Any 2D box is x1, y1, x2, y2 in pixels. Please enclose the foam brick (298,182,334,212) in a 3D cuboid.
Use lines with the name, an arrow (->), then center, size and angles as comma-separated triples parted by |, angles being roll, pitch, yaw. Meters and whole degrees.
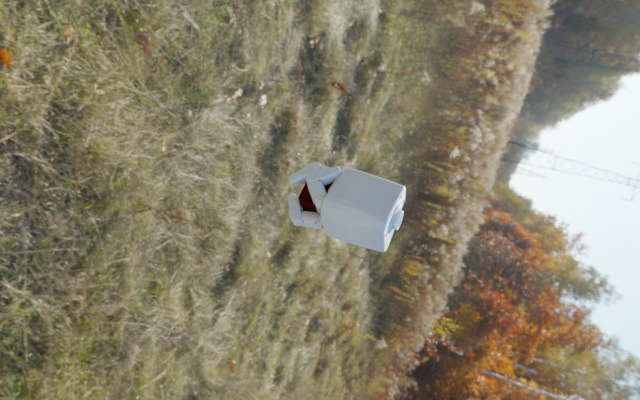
foam brick -> 0.000, 0.003, 0.825 | 0.051, 0.053, 0.078 | 18, -28, 18
